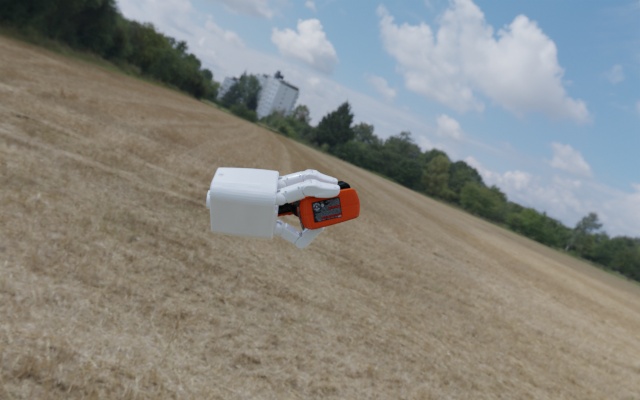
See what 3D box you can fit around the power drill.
[{"bbox_3d":[0.000,0.003,0.877,0.184,0.057,0.187,-15,9,-19],"label":"power drill"}]
